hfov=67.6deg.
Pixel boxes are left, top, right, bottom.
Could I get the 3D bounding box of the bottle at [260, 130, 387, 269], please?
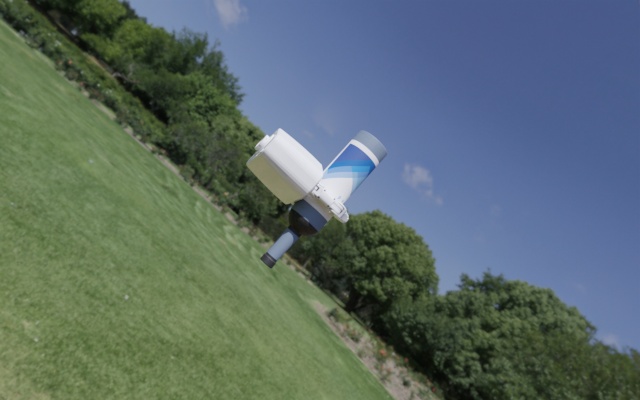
[{"bbox_3d":[0.000,0.003,0.861,0.069,0.295,0.069,41,-7,6],"label":"bottle"}]
